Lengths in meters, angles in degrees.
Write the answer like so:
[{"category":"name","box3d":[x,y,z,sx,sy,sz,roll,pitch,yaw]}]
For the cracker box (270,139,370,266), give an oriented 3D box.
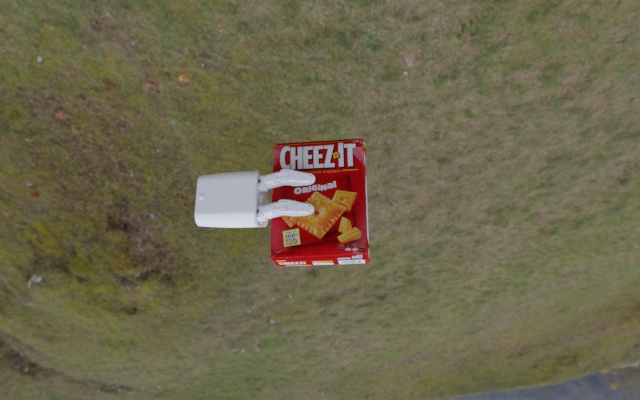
[{"category":"cracker box","box3d":[0.000,0.003,0.833,0.164,0.213,0.072,-3,-20,6]}]
